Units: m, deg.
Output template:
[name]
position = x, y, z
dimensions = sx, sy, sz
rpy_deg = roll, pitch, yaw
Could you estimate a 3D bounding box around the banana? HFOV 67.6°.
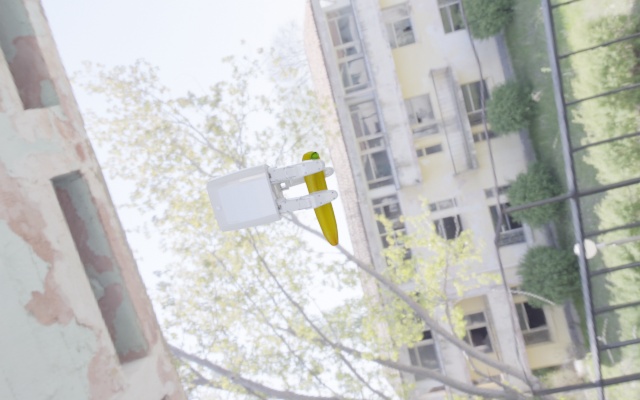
[banana]
position = -0.002, -0.010, 0.830
dimensions = 0.037, 0.198, 0.069
rpy_deg = -14, 34, 2
